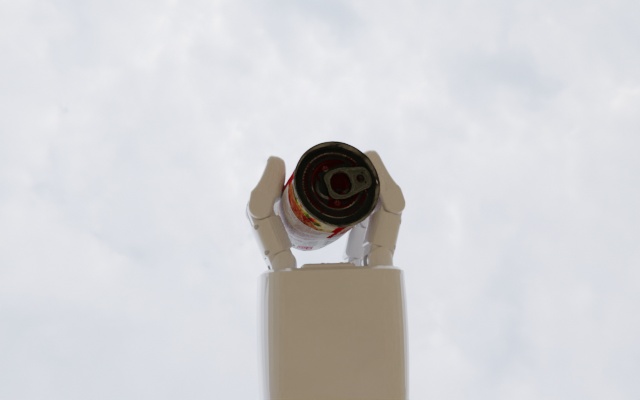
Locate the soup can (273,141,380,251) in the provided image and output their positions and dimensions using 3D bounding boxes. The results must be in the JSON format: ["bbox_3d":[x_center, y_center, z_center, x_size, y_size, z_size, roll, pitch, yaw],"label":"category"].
[{"bbox_3d":[0.000,0.001,0.402,0.068,0.068,0.102,0,-17,-16],"label":"soup can"}]
